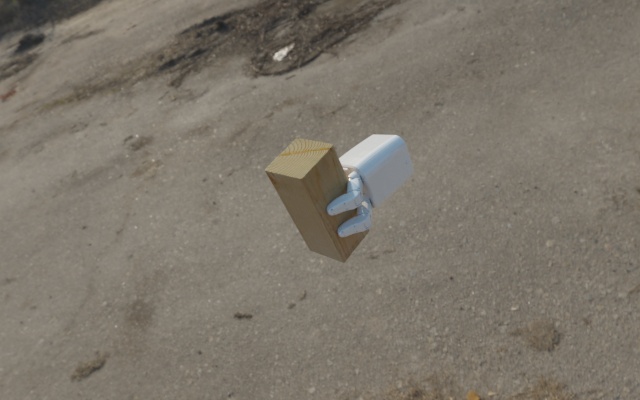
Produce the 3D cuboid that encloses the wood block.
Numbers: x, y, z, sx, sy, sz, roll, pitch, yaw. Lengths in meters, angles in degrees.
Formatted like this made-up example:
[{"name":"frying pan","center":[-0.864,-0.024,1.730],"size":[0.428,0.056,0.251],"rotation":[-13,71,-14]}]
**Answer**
[{"name":"wood block","center":[0.000,0.002,0.842],"size":[0.091,0.206,0.090],"rotation":[16,54,41]}]
